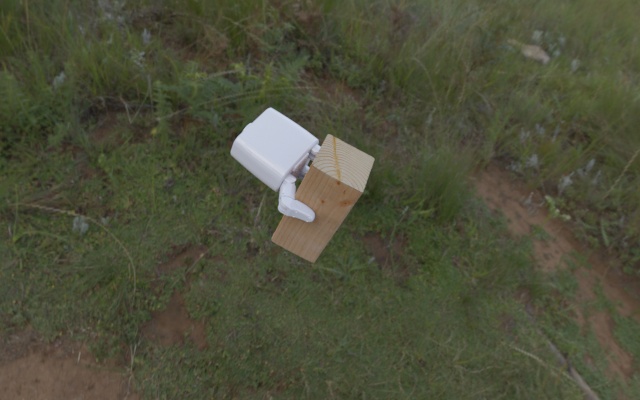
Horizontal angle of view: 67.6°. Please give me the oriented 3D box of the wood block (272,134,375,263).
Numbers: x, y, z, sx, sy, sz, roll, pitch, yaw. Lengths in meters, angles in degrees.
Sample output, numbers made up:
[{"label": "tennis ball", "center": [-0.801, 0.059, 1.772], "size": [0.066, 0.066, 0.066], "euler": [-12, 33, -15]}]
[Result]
[{"label": "wood block", "center": [0.000, 0.003, 0.816], "size": [0.090, 0.090, 0.206], "euler": [28, -45, -3]}]
